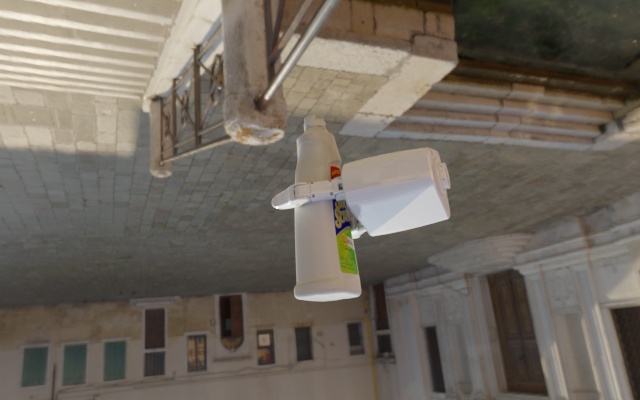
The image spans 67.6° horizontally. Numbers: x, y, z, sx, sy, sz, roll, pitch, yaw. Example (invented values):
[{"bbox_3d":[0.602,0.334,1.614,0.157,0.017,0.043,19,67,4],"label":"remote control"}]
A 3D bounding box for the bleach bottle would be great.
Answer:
[{"bbox_3d":[0.000,0.002,0.631,0.068,0.250,0.102,-13,-18,21],"label":"bleach bottle"}]
